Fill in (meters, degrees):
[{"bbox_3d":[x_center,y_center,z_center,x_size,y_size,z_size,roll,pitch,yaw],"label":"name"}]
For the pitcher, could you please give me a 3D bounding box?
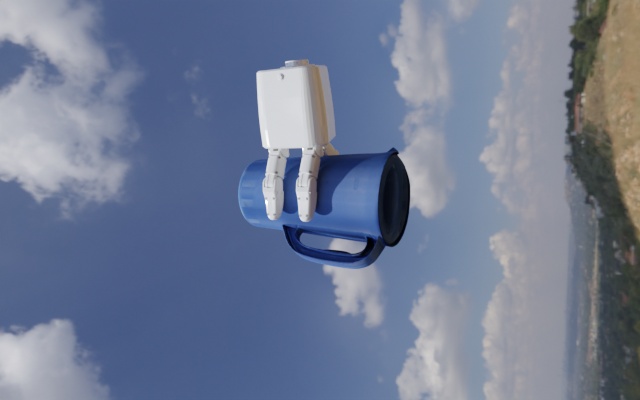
[{"bbox_3d":[0.000,0.002,0.706,0.243,0.145,0.149,2,18,28],"label":"pitcher"}]
